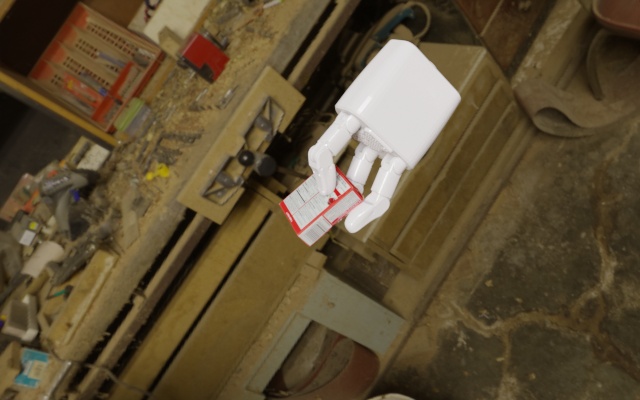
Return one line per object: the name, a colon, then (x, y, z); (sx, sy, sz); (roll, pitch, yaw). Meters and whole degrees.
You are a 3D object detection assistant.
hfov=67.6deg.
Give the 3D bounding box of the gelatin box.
gelatin box: (0.000, 0.002, 0.584); (0.030, 0.089, 0.073); (46, 4, -39)
